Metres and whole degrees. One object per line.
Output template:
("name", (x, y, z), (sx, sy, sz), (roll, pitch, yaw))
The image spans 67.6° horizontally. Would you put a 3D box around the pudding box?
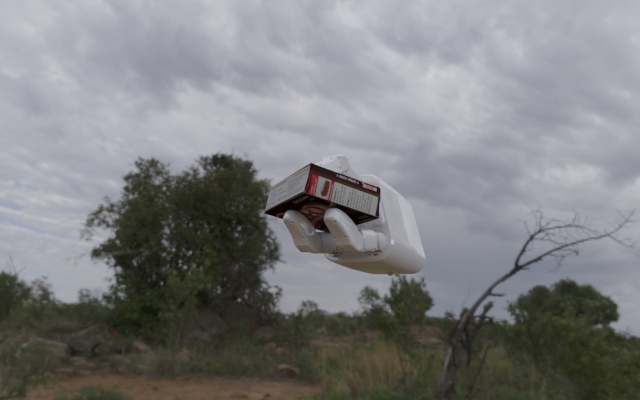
("pudding box", (0.000, 0.002, 0.531), (0.090, 0.039, 0.113), (17, -21, -23))
